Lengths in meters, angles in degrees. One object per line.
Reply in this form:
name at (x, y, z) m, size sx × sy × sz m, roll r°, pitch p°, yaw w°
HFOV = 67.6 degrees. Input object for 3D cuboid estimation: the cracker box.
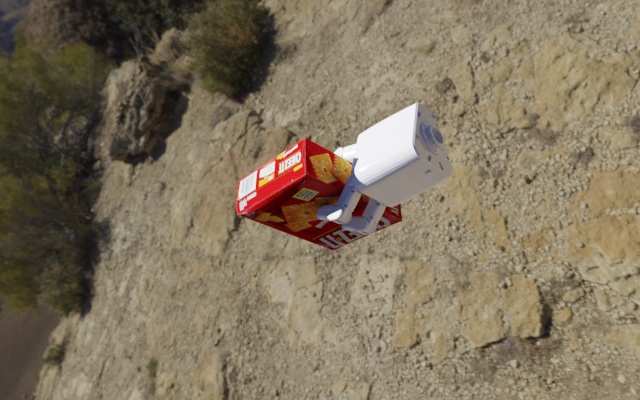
cracker box at (0.000, 0.002, 0.759) m, size 0.214 × 0.072 × 0.164 m, roll 25°, pitch -38°, yaw -38°
